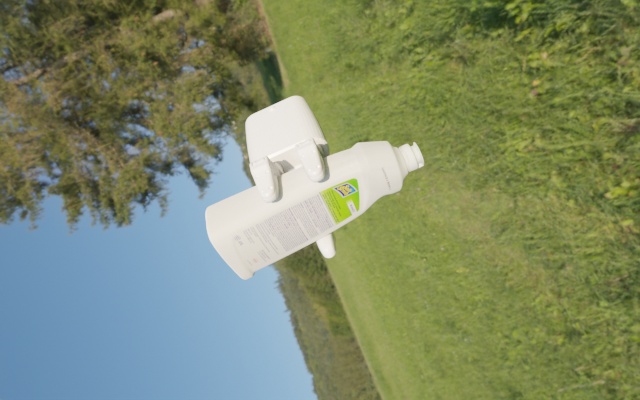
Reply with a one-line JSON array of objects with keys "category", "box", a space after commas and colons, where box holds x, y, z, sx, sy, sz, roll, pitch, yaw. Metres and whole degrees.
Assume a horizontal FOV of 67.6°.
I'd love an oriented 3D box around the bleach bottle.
[{"category": "bleach bottle", "box": [0.000, 0.002, 0.556, 0.251, 0.068, 0.103, -23, -44, 4]}]
